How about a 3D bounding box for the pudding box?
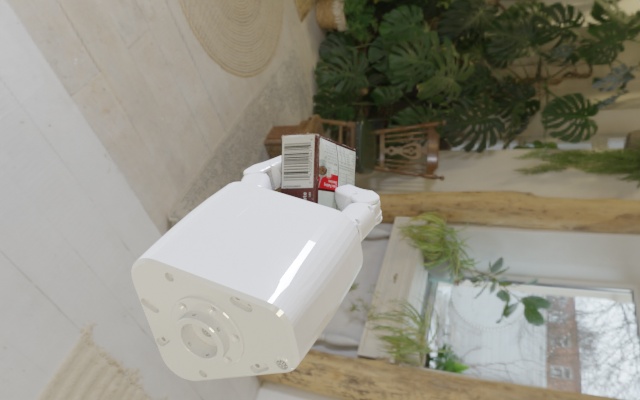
[{"bbox_3d":[0.000,0.001,0.437,0.039,0.113,0.090,1,-2,25],"label":"pudding box"}]
